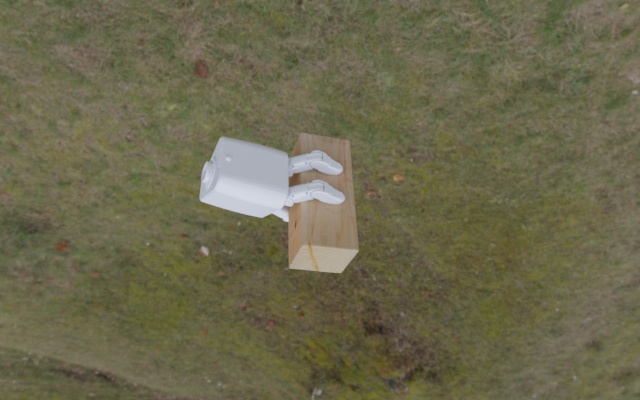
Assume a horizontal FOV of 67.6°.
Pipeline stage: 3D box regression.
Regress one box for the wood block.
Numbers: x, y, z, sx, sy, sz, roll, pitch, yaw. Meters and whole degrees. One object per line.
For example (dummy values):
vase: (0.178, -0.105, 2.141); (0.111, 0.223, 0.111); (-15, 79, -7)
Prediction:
wood block: (0.000, 0.003, 0.779); (0.090, 0.206, 0.091); (7, -32, -15)
